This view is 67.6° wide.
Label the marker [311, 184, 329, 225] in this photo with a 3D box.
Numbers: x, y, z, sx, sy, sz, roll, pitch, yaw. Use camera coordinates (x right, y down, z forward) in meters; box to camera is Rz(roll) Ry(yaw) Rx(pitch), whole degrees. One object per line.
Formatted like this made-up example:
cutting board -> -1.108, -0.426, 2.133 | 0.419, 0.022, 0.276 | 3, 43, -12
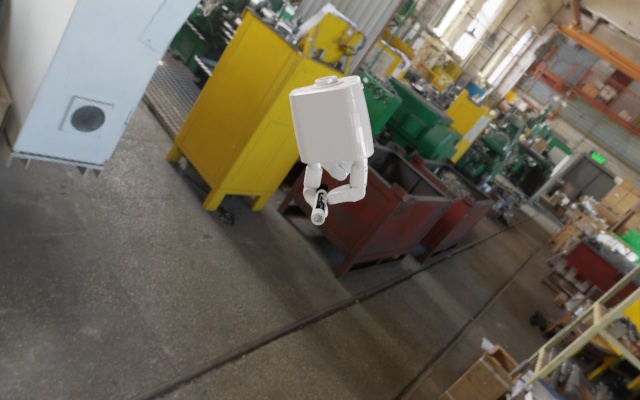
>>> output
marker -> 0.000, 0.002, 0.710 | 0.020, 0.020, 0.121 | 0, 23, 4
